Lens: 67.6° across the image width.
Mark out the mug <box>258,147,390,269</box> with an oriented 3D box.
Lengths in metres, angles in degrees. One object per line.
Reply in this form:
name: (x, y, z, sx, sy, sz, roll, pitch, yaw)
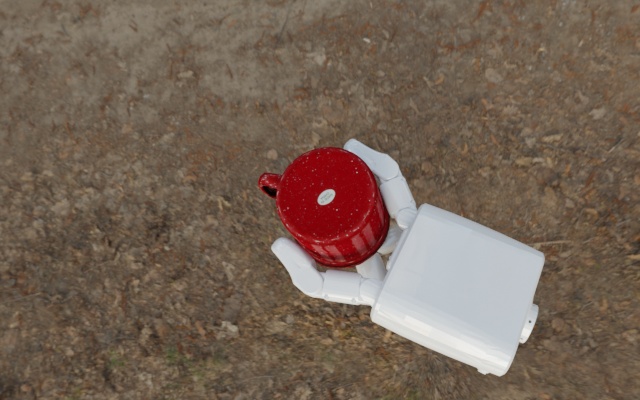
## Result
mug: (-0.001, 0.001, 0.409, 0.117, 0.093, 0.081, 22, -11, 17)
